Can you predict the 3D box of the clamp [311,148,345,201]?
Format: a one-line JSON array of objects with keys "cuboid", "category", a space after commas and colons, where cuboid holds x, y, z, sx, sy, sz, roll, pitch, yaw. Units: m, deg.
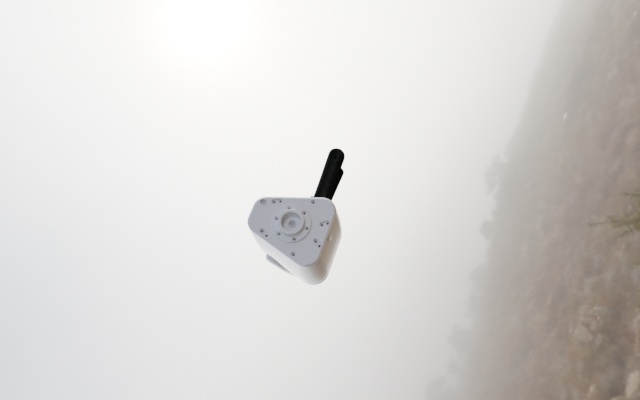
[{"cuboid": [-0.001, 0.002, 0.730, 0.039, 0.171, 0.120, 17, -18, 10], "category": "clamp"}]
